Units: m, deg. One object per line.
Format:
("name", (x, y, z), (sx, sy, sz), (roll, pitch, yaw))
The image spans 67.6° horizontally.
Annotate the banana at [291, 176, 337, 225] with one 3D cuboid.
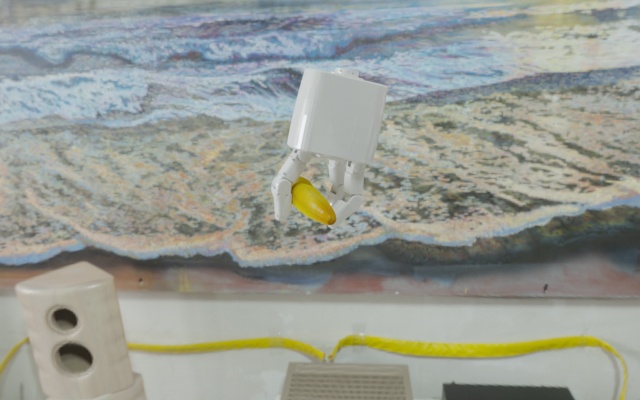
("banana", (-0.017, -0.006, 0.678), (0.069, 0.037, 0.197), (26, 6, -8))
